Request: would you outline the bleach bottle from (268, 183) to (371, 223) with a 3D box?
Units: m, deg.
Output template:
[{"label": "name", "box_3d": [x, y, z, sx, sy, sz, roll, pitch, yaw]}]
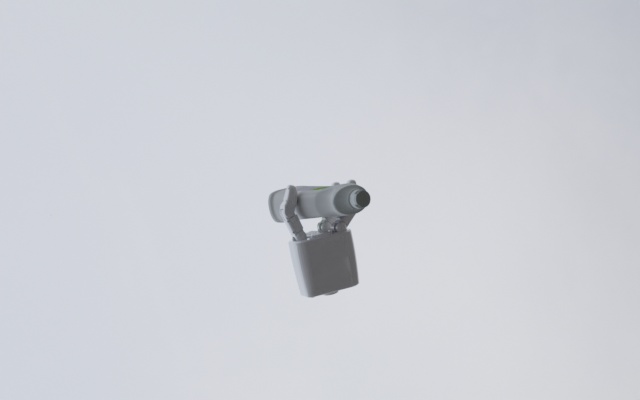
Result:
[{"label": "bleach bottle", "box_3d": [0.000, 0.003, 0.868, 0.102, 0.068, 0.251, -15, 6, -29]}]
